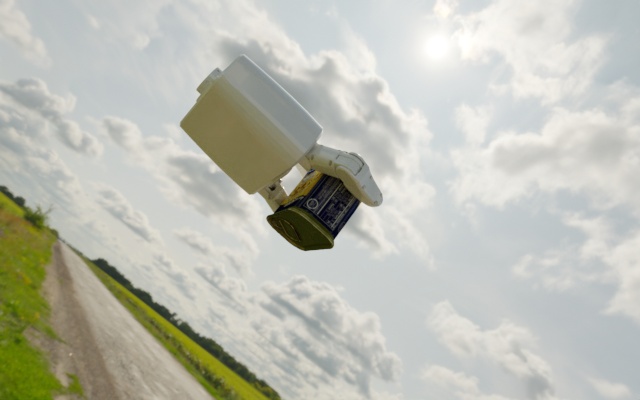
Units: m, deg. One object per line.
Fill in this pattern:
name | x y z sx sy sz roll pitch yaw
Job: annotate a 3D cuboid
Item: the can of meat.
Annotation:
can of meat | 0.000 0.001 0.495 0.057 0.084 0.102 43 -22 -13
